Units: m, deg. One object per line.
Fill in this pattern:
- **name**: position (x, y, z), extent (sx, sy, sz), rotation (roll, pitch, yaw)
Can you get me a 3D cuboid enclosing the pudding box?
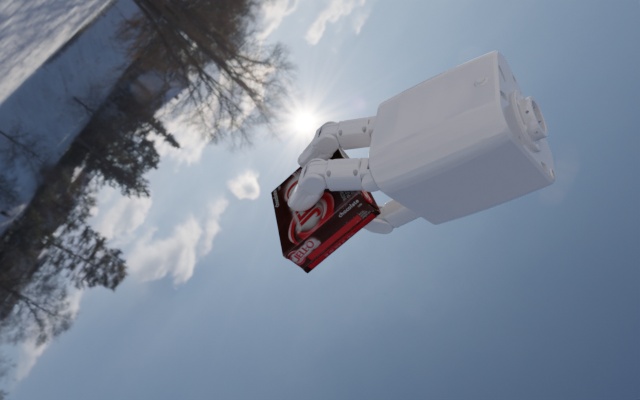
- **pudding box**: position (0.000, 0.002, 0.457), extent (0.039, 0.090, 0.113), rotation (43, 15, -28)
